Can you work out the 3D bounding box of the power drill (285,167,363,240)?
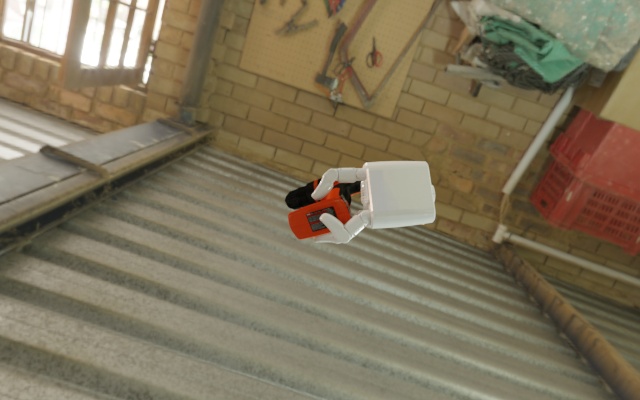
[{"bbox_3d":[0.000,0.003,0.881,0.184,0.057,0.187,-18,18,19],"label":"power drill"}]
